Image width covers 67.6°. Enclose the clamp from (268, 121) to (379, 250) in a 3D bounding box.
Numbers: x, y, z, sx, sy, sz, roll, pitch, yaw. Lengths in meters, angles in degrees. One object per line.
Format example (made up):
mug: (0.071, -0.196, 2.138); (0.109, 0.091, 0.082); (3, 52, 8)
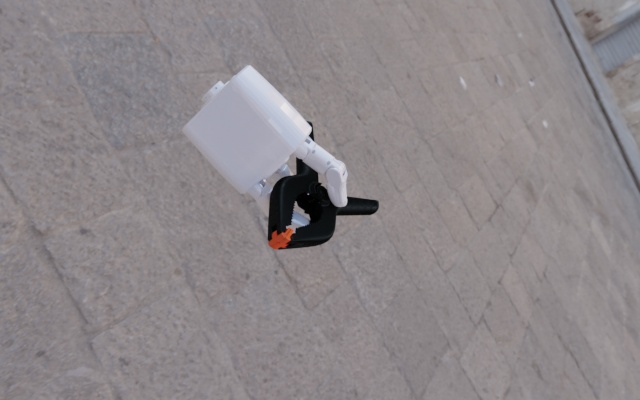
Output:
clamp: (0.000, 0.002, 0.608); (0.036, 0.164, 0.209); (-36, 16, 37)
